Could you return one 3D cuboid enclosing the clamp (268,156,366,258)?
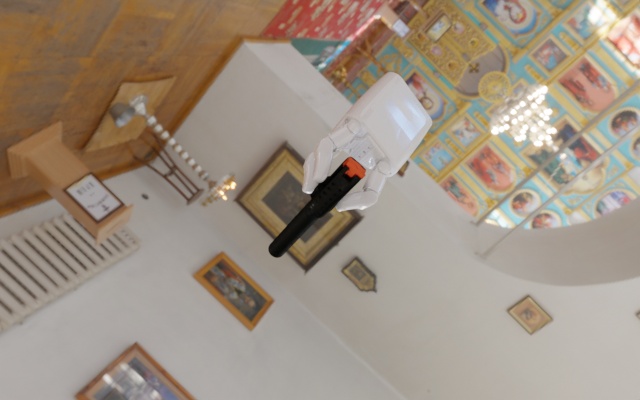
[{"bbox_3d":[0.001,0.002,0.651,0.036,0.164,0.210,40,-22,-4],"label":"clamp"}]
